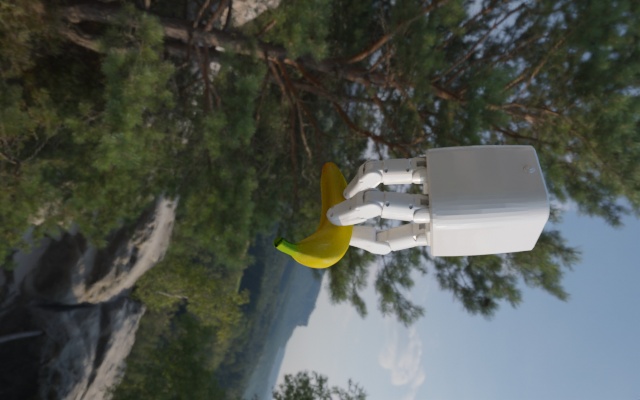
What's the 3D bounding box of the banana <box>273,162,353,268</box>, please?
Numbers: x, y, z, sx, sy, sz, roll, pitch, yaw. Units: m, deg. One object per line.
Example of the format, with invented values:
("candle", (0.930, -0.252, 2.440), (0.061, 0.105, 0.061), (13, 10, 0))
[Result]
("banana", (0.009, 0.018, 0.518), (0.037, 0.070, 0.197), (-25, 17, 24))
